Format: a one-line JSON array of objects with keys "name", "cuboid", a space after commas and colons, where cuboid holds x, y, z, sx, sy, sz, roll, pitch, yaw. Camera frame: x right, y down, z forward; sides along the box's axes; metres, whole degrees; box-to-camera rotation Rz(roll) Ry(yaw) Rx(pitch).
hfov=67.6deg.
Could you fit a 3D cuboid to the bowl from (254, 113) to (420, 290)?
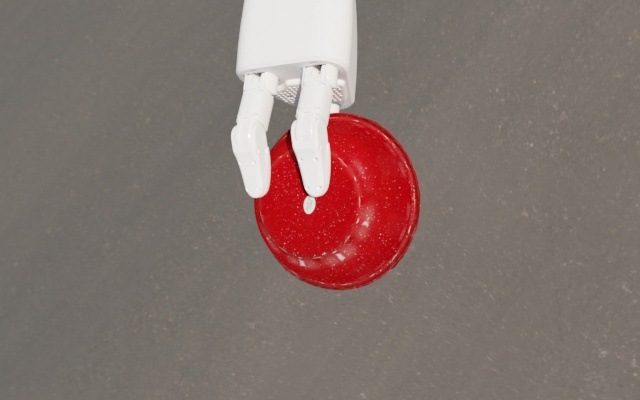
[{"name": "bowl", "cuboid": [0.000, 0.003, 0.411, 0.162, 0.162, 0.055, 0, 1, 24]}]
